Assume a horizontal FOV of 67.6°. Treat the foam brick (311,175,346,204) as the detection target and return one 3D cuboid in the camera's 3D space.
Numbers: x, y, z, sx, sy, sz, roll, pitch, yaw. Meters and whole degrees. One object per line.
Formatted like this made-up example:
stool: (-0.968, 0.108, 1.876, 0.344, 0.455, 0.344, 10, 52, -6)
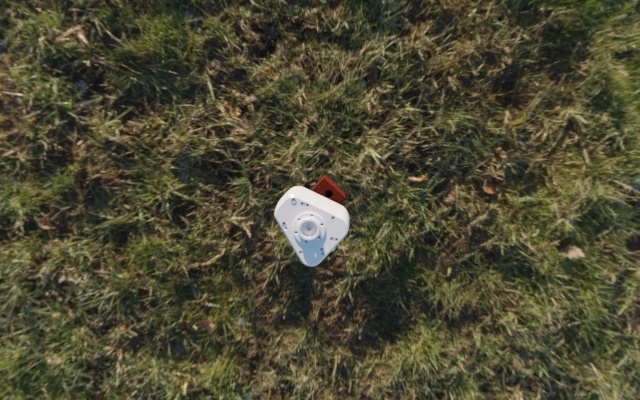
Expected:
foam brick: (0.000, 0.002, 0.830, 0.053, 0.078, 0.051, 42, 6, -4)
